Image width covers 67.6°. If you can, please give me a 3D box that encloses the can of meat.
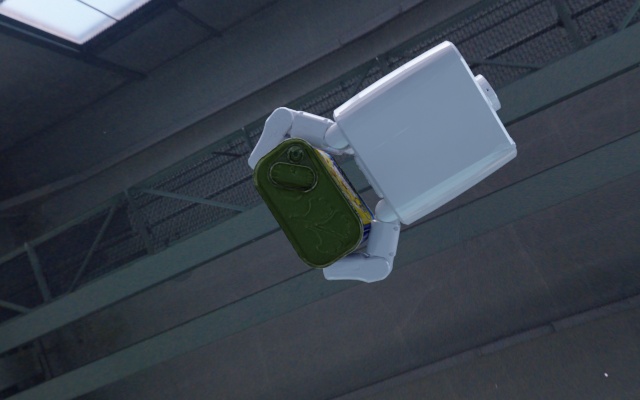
[{"bbox_3d":[0.000,0.001,0.409,0.057,0.102,0.084,-36,-9,14],"label":"can of meat"}]
